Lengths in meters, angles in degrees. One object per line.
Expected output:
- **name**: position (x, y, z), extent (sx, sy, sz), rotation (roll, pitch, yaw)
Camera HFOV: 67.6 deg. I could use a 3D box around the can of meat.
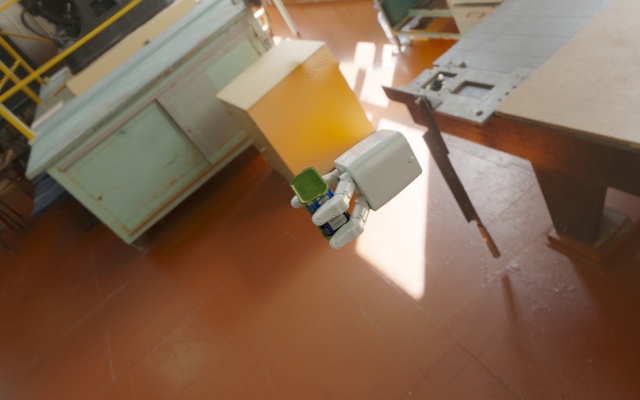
- **can of meat**: position (0.000, 0.002, 0.780), extent (0.057, 0.084, 0.102), rotation (-35, 32, -1)
